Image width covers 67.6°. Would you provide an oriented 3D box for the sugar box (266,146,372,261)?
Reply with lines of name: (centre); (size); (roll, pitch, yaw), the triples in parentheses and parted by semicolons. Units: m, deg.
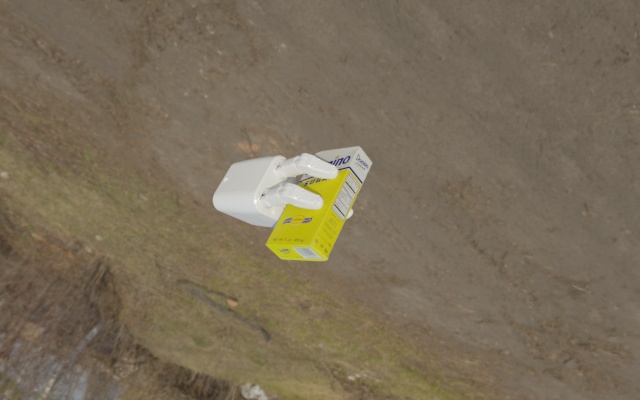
sugar box: (0.000, 0.002, 0.688); (0.093, 0.176, 0.048); (-3, -38, 42)
